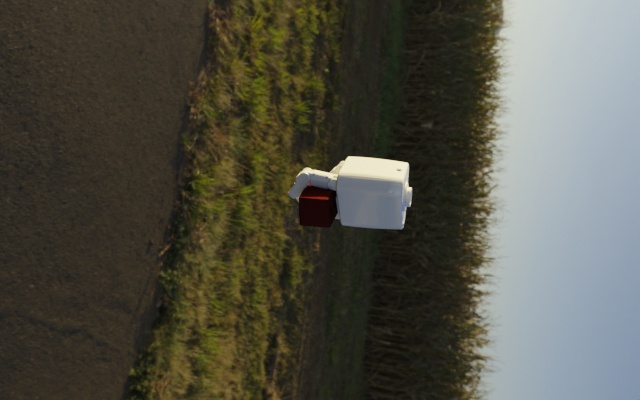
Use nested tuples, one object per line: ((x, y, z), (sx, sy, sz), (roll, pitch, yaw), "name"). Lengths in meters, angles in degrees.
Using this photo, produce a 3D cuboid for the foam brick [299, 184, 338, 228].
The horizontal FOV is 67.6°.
((0.000, 0.003, 0.790), (0.051, 0.053, 0.078), (6, 30, 15), "foam brick")
